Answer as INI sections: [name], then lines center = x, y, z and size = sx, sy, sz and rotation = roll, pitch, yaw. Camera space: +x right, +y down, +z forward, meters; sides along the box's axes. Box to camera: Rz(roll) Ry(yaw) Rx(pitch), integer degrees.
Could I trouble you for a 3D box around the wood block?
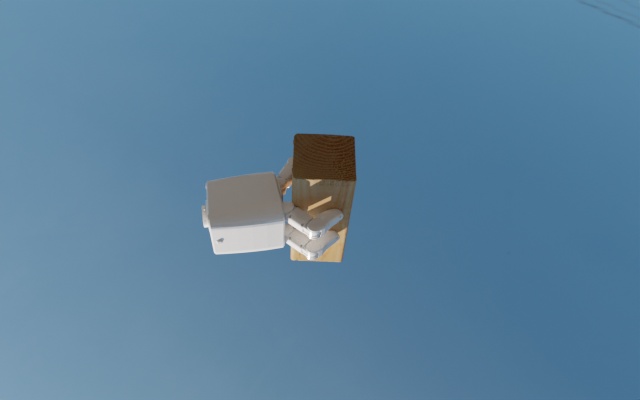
[wood block]
center = 0.000, 0.002, 0.745
size = 0.090, 0.090, 0.206
rotation = 2, -39, -3
